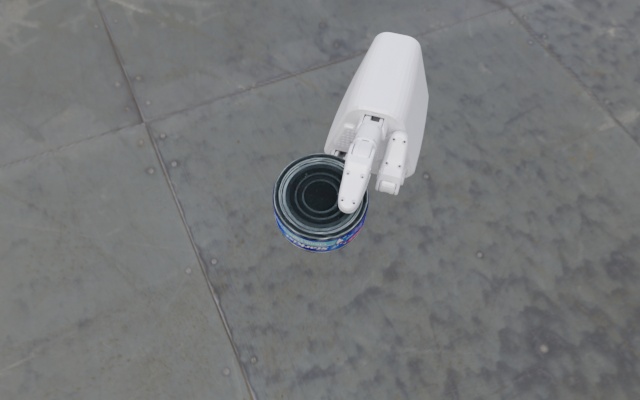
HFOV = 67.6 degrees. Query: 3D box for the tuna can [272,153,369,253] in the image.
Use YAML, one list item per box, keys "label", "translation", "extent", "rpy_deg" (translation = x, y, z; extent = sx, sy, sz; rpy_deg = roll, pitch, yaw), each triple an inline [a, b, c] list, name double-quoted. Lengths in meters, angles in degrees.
- label: "tuna can"
  translation: [0.000, 0.001, 0.427]
  extent: [0.086, 0.086, 0.034]
  rpy_deg: [0, -24, -1]
